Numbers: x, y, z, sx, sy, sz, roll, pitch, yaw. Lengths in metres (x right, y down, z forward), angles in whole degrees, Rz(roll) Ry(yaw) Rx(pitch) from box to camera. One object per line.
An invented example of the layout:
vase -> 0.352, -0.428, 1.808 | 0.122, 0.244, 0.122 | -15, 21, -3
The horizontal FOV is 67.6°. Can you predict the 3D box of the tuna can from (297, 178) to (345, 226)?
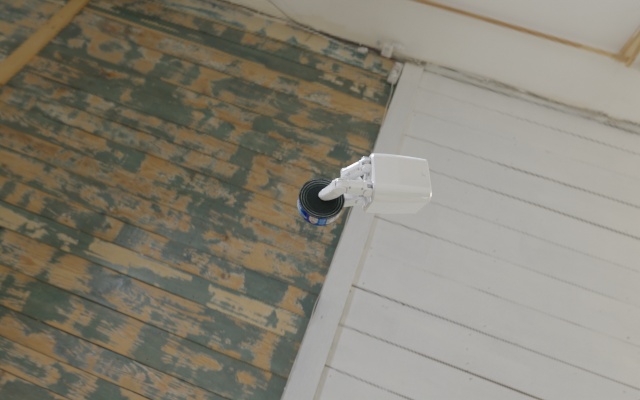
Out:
tuna can -> 0.000, 0.003, 0.885 | 0.086, 0.086, 0.034 | 0, -30, -10
